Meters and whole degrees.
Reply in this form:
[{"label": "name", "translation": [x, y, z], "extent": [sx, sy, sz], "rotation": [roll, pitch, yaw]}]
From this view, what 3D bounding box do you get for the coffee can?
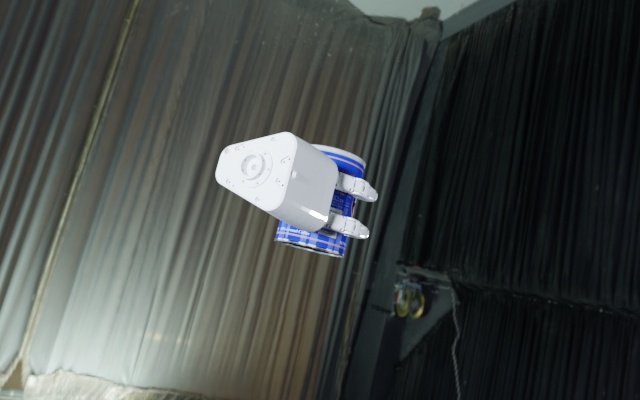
[{"label": "coffee can", "translation": [0.000, 0.002, 0.690], "extent": [0.103, 0.140, 0.103], "rotation": [13, -9, 2]}]
